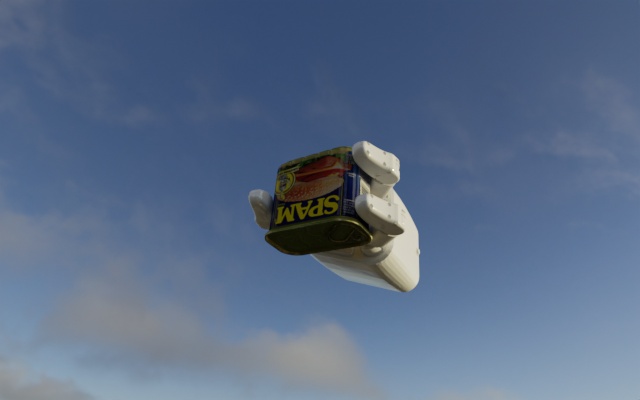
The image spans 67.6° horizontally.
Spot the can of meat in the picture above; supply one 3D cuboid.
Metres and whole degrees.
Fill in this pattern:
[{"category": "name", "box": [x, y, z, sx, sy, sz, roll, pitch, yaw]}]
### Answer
[{"category": "can of meat", "box": [0.000, 0.001, 0.475, 0.102, 0.084, 0.057, -12, -34, 27]}]
